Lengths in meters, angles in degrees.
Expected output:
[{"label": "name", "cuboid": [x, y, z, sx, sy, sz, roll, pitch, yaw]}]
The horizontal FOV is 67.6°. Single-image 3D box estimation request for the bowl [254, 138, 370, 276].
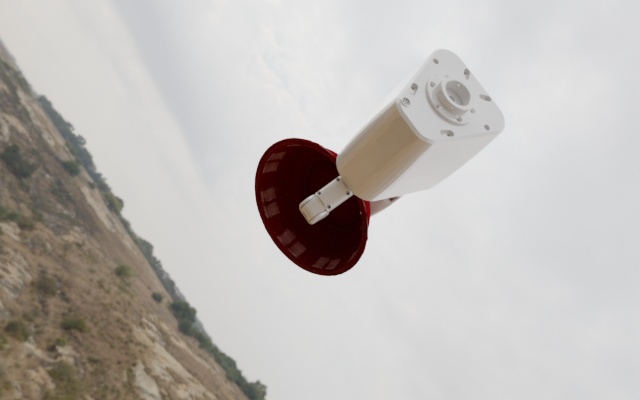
[{"label": "bowl", "cuboid": [-0.001, 0.002, 0.543, 0.162, 0.162, 0.055, 0, 20, 41]}]
